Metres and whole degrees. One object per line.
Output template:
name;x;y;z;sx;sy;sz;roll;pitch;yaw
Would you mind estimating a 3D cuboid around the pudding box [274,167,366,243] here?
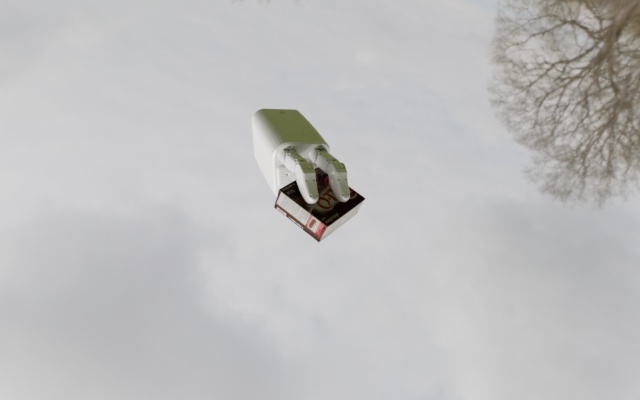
pudding box;0.000;0.002;0.703;0.090;0.039;0.113;36;40;16
